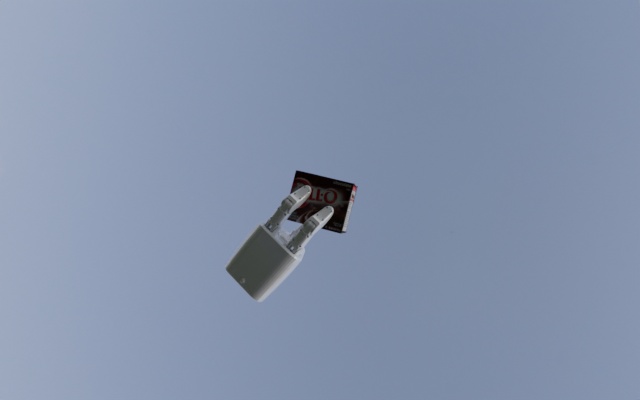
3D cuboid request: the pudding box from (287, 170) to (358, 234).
[{"bbox_3d":[0.000,0.003,0.842,0.113,0.090,0.039,14,-1,15],"label":"pudding box"}]
